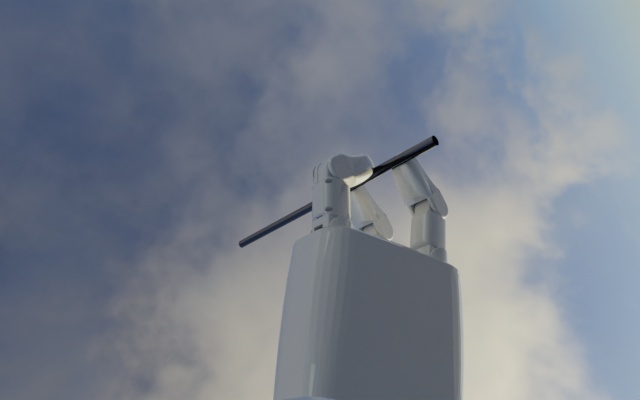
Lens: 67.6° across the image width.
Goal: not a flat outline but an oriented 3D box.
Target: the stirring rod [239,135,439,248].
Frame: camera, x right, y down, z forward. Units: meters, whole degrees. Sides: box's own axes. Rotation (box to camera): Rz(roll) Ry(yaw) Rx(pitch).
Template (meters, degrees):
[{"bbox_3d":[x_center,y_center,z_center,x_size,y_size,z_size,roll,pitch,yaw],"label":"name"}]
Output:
[{"bbox_3d":[0.000,0.001,0.414,0.011,0.011,0.239,0,-21,-46],"label":"stirring rod"}]
